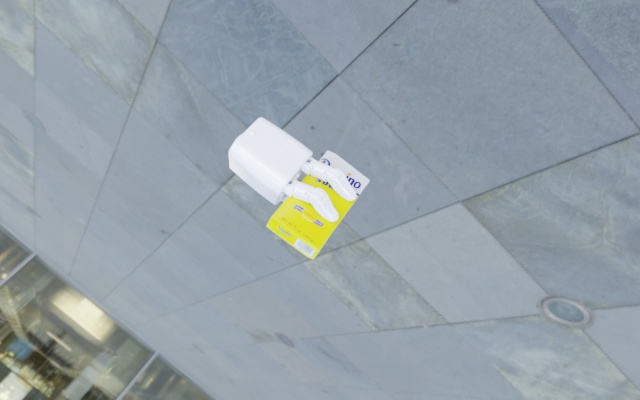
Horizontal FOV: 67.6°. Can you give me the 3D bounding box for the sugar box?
[{"bbox_3d":[0.000,0.002,0.789,0.093,0.176,0.048,37,-32,0],"label":"sugar box"}]
